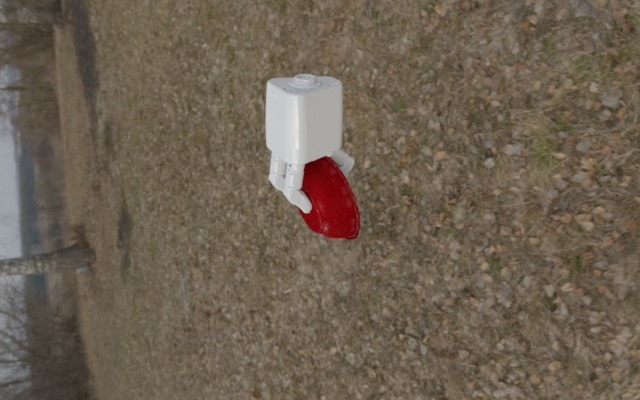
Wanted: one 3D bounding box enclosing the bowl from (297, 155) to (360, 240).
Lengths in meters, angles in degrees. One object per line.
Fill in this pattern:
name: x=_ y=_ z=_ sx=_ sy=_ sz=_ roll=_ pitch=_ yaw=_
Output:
bowl: x=0.000 y=0.004 z=0.801 sx=0.055 sy=0.162 sz=0.162 roll=-25 pitch=9 yaw=-20
